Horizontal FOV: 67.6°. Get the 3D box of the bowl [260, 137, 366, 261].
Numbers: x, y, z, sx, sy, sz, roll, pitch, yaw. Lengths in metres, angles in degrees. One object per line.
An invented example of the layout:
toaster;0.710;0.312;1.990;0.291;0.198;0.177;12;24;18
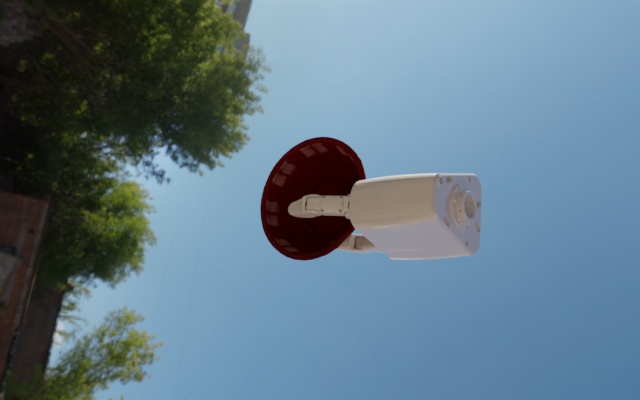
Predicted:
bowl;-0.001;0.002;0.622;0.162;0.162;0.055;0;-15;34
